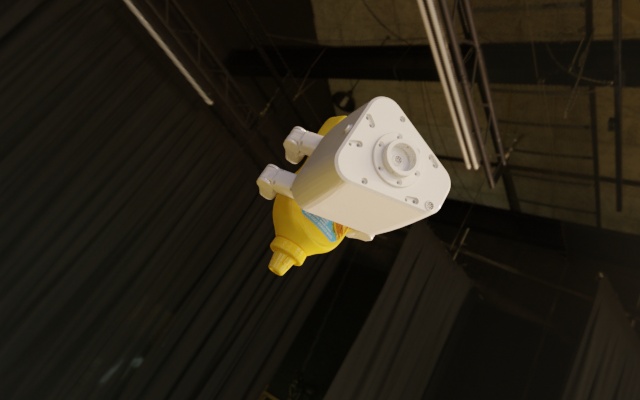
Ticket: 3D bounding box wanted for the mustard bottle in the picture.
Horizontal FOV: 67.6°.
[{"bbox_3d":[0.000,0.002,0.548,0.058,0.191,0.096,6,-34,49],"label":"mustard bottle"}]
